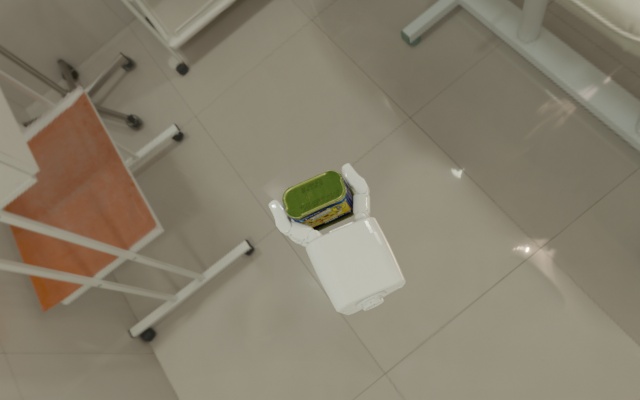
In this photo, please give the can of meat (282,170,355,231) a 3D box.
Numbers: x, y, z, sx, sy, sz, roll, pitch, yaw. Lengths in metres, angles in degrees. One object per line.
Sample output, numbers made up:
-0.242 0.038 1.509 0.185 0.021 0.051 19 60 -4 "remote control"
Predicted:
0.000 0.002 0.734 0.102 0.057 0.084 -24 -21 7 "can of meat"
